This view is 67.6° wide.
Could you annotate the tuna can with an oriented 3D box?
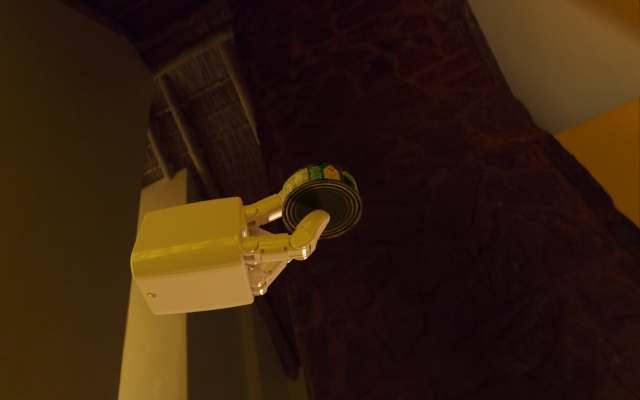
[{"bbox_3d":[0.000,0.001,0.517,0.086,0.086,0.033,0,42,-9],"label":"tuna can"}]
